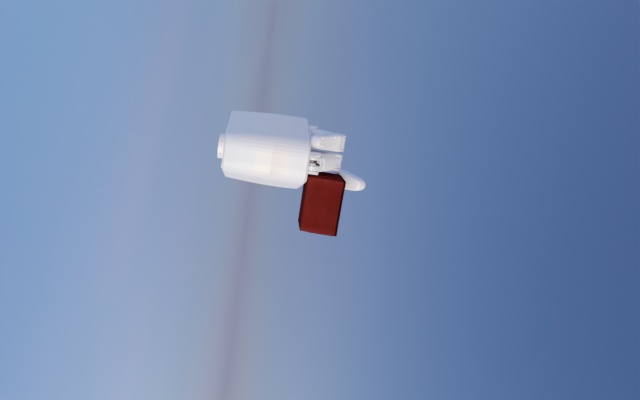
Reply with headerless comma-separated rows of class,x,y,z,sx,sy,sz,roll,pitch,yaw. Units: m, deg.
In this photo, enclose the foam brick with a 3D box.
foam brick,0.000,0.002,0.652,0.051,0.078,0.053,7,13,-8
